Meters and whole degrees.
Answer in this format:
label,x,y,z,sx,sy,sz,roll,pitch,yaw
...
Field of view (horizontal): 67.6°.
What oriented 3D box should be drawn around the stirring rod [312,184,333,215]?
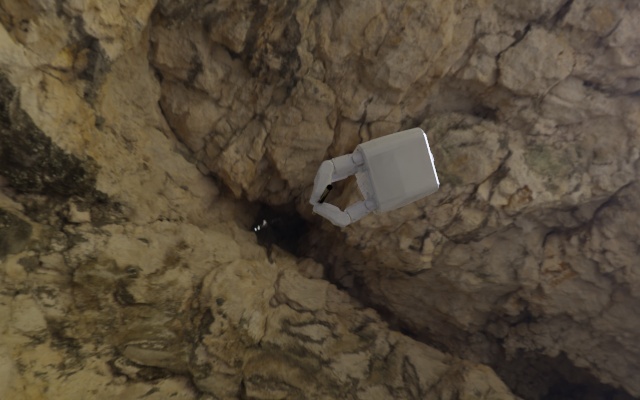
label,x,y,z,sx,sy,sz,roll,pitch,yaw
stirring rod,0.000,0.002,0.747,0.011,0.011,0.239,0,-10,-6
